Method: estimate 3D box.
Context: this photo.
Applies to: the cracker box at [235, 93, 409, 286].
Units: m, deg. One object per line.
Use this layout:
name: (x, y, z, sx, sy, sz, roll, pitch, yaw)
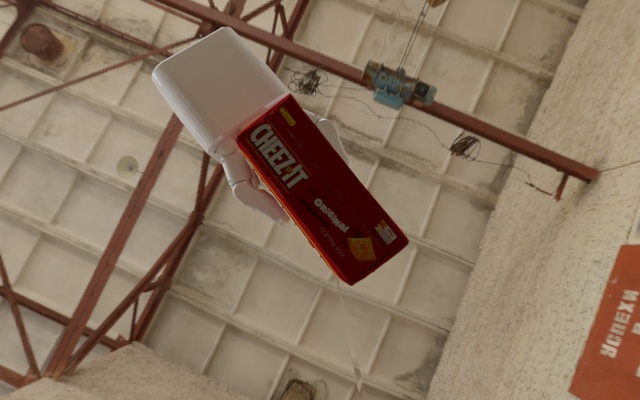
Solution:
cracker box: (0.000, 0.002, 0.501, 0.072, 0.164, 0.214, -39, -5, -2)
